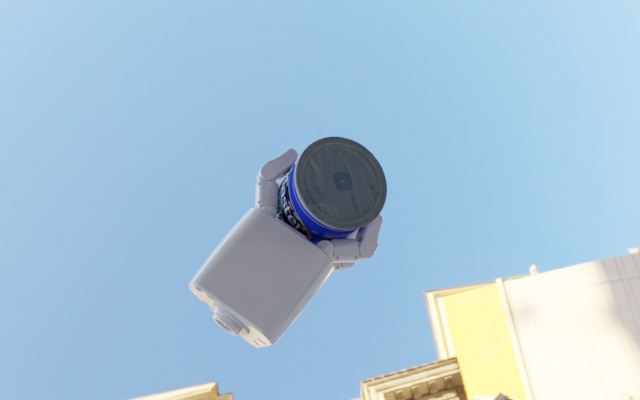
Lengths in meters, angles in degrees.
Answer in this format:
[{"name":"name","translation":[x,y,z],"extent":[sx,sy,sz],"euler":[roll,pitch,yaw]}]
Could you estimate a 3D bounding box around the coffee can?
[{"name":"coffee can","translation":[0.000,0.002,0.555],"extent":[0.103,0.102,0.140],"euler":[0,-18,-21]}]
